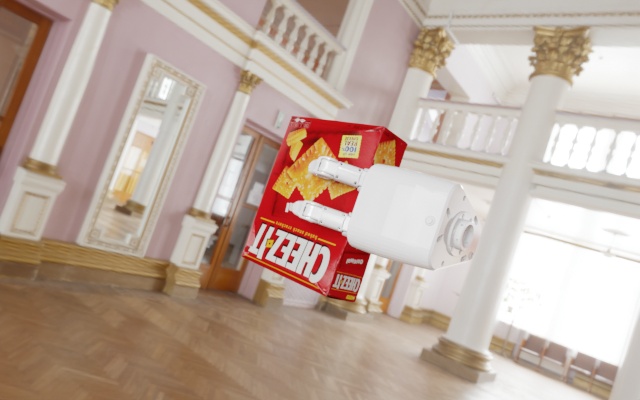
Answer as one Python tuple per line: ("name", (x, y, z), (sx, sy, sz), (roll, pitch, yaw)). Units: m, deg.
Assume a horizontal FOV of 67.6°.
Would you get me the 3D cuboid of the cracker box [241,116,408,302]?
("cracker box", (0.000, 0.002, 0.628), (0.164, 0.213, 0.072), (16, -5, 41))
